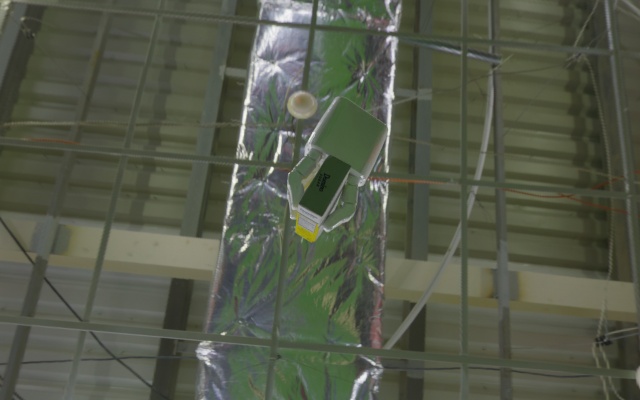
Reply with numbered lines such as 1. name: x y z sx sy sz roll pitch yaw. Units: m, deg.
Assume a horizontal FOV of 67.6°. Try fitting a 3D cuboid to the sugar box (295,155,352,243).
1. sugar box: 0.000 0.002 0.762 0.048 0.093 0.176 29 -18 7
